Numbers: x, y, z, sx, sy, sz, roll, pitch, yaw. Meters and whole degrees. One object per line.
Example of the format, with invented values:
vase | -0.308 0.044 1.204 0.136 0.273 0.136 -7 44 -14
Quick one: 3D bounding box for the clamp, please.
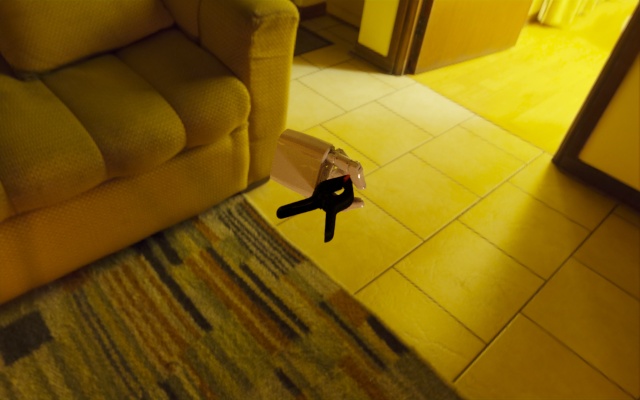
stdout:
clamp | 0.000 0.002 0.899 0.120 0.039 0.171 23 44 15
